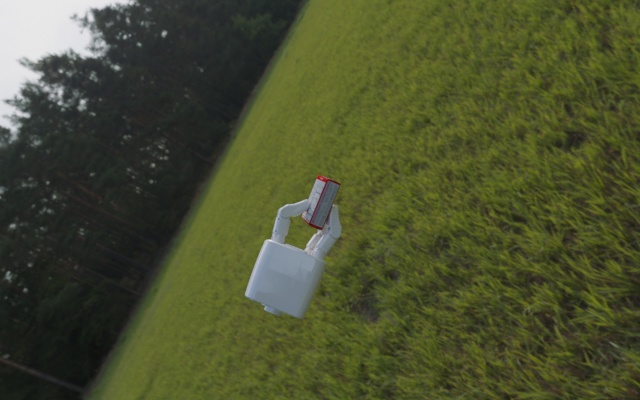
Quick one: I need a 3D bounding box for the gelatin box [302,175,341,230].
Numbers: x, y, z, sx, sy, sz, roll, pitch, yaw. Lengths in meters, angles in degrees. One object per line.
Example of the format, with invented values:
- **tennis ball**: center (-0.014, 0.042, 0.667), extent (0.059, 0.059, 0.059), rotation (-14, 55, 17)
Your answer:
- **gelatin box**: center (0.000, 0.002, 0.855), extent (0.030, 0.089, 0.073), rotation (21, 3, -15)
